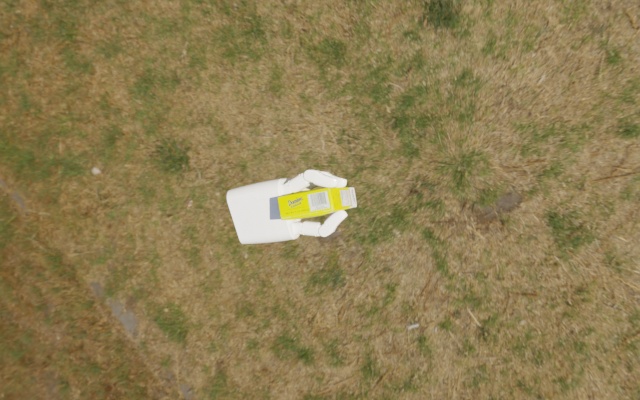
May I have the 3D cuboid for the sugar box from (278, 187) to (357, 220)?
[{"bbox_3d":[0.000,0.002,0.850,0.093,0.048,0.176,-9,2,16],"label":"sugar box"}]
